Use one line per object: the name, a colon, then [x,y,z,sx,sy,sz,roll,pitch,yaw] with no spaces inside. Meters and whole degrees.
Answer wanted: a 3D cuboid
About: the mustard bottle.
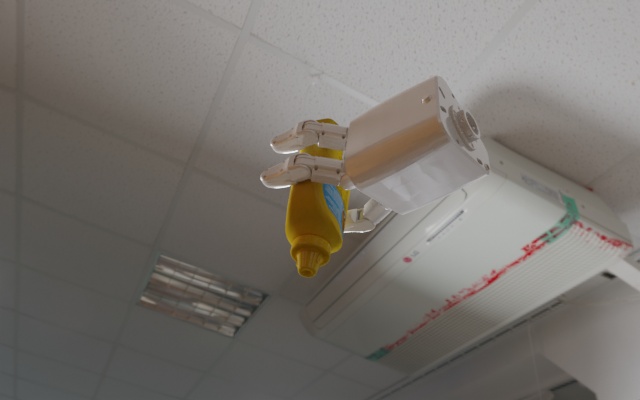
mustard bottle: [0.000,0.002,0.533,0.058,0.191,0.096,-6,-45,17]
